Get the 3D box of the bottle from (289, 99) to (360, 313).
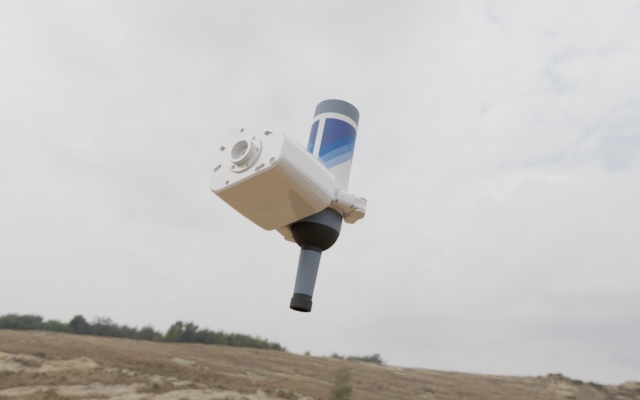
[{"bbox_3d":[0.000,0.002,0.644,0.069,0.295,0.069,9,-24,4],"label":"bottle"}]
